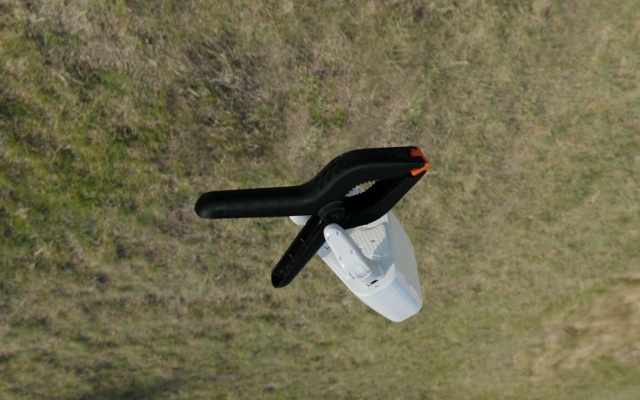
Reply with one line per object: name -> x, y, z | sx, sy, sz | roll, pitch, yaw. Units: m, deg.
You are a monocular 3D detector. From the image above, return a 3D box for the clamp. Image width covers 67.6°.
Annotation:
clamp -> 0.001, 0.002, 0.452 | 0.210, 0.036, 0.165 | -31, -40, 11
